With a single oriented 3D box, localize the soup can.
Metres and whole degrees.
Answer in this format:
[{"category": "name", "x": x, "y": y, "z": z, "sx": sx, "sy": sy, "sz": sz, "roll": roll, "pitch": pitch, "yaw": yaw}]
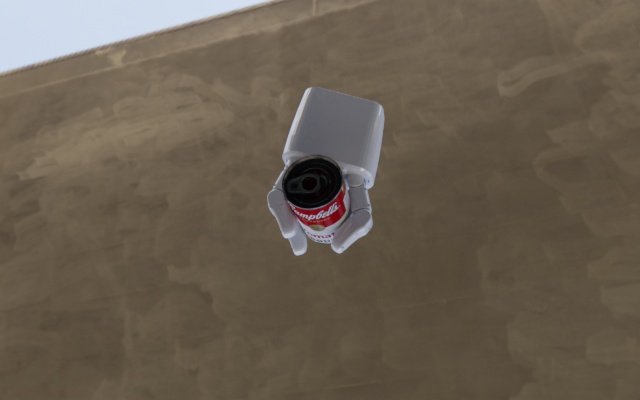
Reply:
[{"category": "soup can", "x": 0.000, "y": 0.002, "z": 0.559, "sx": 0.068, "sy": 0.068, "sz": 0.102, "roll": 0, "pitch": -27, "yaw": 12}]
